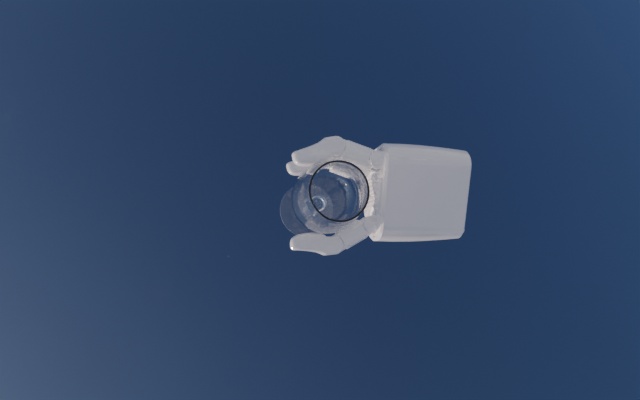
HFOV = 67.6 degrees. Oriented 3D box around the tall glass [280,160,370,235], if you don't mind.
[{"bbox_3d":[0.000,0.002,0.564,0.079,0.079,0.201,0,-7,-11],"label":"tall glass"}]
